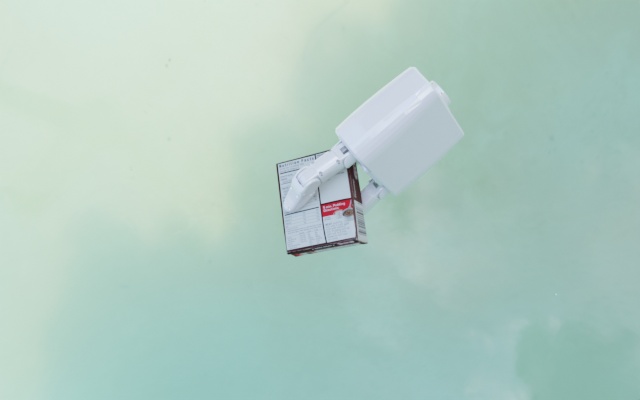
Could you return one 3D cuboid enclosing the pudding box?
[{"bbox_3d":[0.000,0.002,0.552,0.090,0.113,0.039,-13,-17,20],"label":"pudding box"}]
